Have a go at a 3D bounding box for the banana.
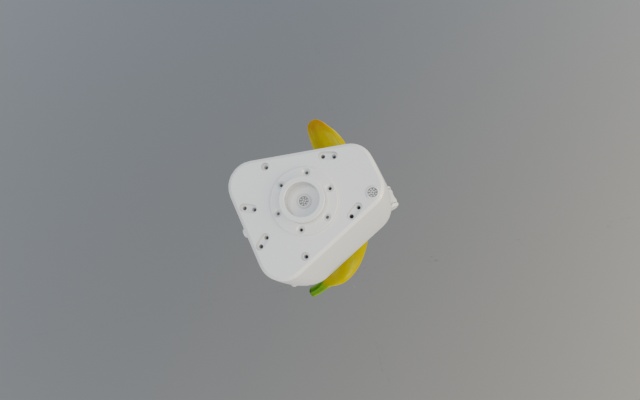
[{"bbox_3d":[0.018,0.004,0.517,0.069,0.197,0.037,-2,-8,14],"label":"banana"}]
